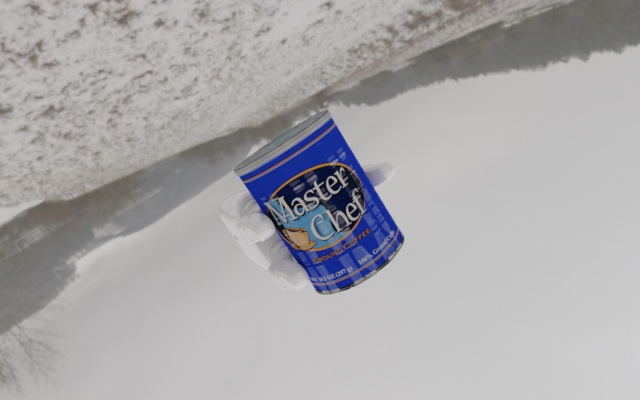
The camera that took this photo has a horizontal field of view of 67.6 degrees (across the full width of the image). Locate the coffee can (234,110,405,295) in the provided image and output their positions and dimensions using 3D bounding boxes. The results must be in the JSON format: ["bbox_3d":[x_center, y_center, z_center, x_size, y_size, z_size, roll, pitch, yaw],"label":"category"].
[{"bbox_3d":[0.000,0.001,0.450,0.103,0.140,0.102,-31,13,8],"label":"coffee can"}]
